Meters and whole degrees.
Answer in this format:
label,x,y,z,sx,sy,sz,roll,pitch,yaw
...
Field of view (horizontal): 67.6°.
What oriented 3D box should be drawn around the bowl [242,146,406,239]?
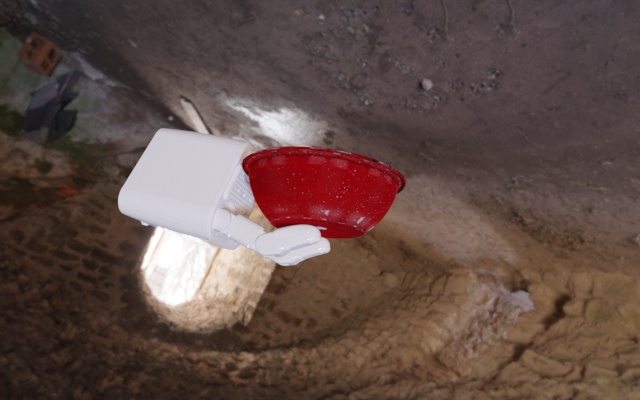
label,x,y,z,sx,sy,sz,roll,pitch,yaw
bowl,0.001,0.002,0.464,0.162,0.055,0.162,6,-14,2
